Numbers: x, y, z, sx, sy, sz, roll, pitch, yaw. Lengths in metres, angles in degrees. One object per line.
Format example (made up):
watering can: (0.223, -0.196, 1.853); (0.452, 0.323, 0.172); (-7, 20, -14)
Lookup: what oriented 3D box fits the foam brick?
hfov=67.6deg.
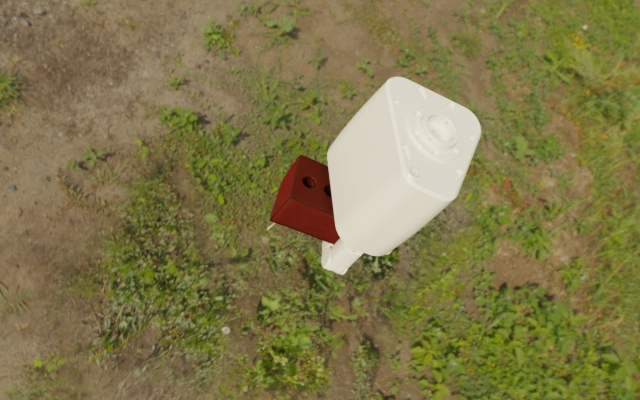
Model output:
foam brick: (0.000, 0.002, 0.459); (0.078, 0.053, 0.051); (21, -34, -14)
